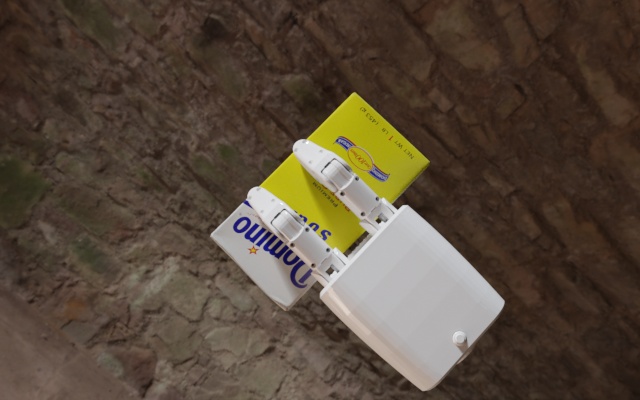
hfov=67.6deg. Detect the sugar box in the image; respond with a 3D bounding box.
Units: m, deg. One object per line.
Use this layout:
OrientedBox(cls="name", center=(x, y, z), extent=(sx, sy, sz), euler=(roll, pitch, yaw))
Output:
OrientedBox(cls="sugar box", center=(0.000, 0.001, 0.418), extent=(0.093, 0.176, 0.048), euler=(43, -7, 6))
